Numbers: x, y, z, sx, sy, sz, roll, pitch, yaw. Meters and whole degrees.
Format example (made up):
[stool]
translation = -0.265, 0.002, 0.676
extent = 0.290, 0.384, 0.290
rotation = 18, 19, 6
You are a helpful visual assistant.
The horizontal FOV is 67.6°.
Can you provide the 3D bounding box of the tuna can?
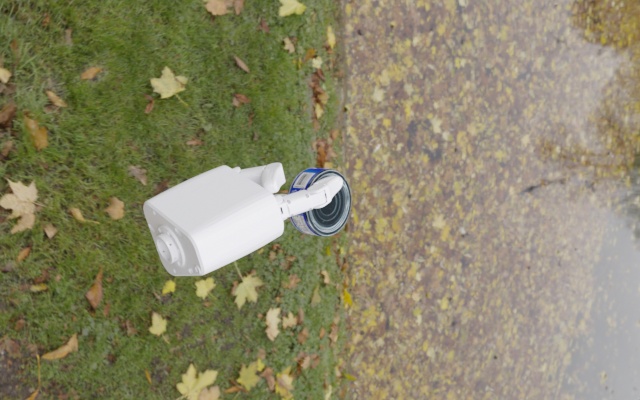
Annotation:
[tuna can]
translation = 0.001, 0.002, 0.601
extent = 0.034, 0.086, 0.086
rotation = 6, 4, 44
